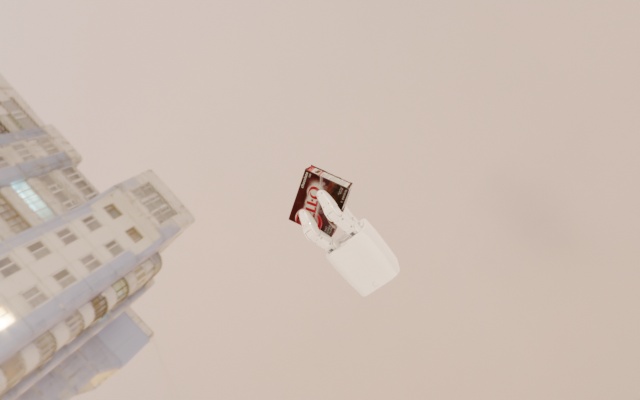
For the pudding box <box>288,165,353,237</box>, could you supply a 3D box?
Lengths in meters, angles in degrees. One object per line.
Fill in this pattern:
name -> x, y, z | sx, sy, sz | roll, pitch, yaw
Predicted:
pudding box -> 0.000, 0.003, 0.886 | 0.090, 0.113, 0.039 | 24, 24, 9
